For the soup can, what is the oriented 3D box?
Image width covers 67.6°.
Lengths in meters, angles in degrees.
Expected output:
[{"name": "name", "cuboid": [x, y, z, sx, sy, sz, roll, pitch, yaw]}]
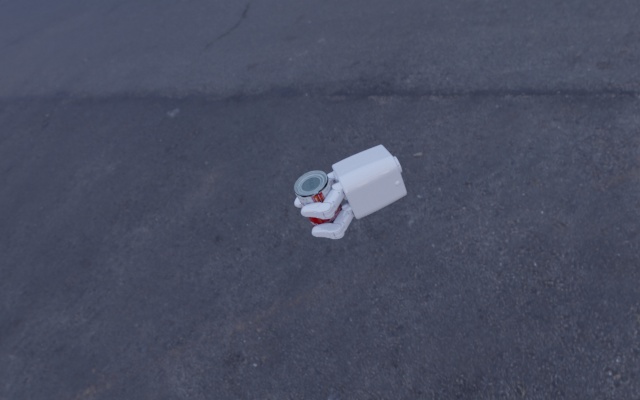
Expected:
[{"name": "soup can", "cuboid": [0.000, 0.003, 0.885, 0.068, 0.068, 0.102, 0, -43, 28]}]
